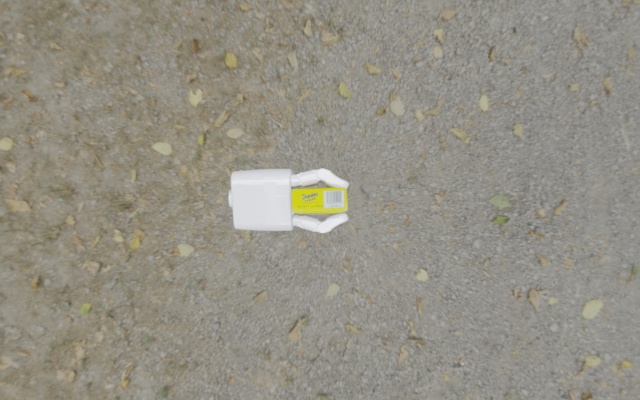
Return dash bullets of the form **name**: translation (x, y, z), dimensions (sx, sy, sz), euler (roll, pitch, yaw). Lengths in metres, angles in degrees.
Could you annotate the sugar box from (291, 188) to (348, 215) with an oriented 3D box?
- **sugar box**: translation (0.000, 0.002, 0.862), dimensions (0.093, 0.048, 0.176), euler (-1, 0, 1)
